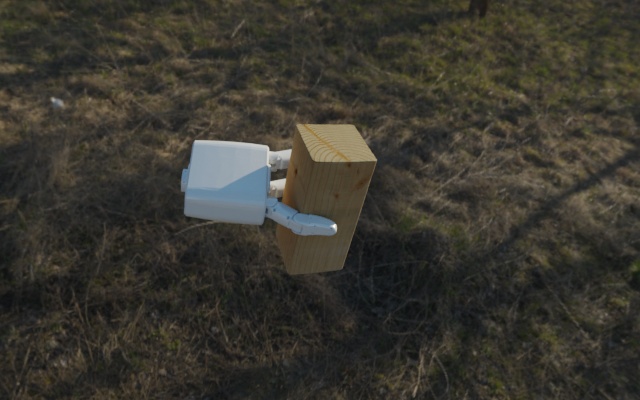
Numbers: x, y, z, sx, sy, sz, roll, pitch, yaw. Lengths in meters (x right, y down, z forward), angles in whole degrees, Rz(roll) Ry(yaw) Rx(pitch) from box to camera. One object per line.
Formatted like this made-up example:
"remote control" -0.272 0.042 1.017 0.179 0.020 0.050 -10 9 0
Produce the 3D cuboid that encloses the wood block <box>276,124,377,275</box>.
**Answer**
"wood block" 0.000 0.002 0.692 0.090 0.206 0.090 -3 41 -20
